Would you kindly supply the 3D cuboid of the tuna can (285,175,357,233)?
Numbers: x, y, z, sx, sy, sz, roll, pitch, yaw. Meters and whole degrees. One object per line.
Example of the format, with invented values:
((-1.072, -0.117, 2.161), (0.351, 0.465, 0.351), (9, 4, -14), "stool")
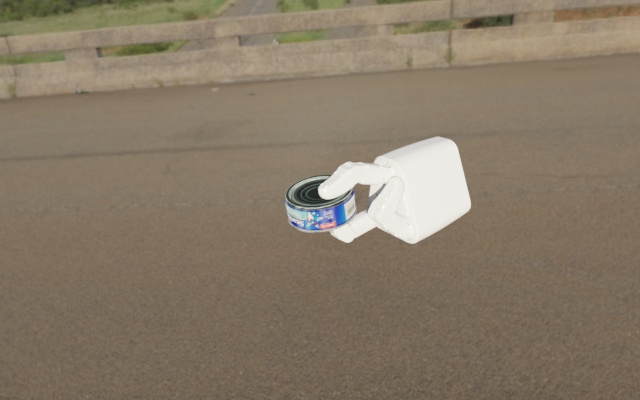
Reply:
((0.000, 0.001, 0.580), (0.086, 0.034, 0.086), (-7, 30, 4), "tuna can")
